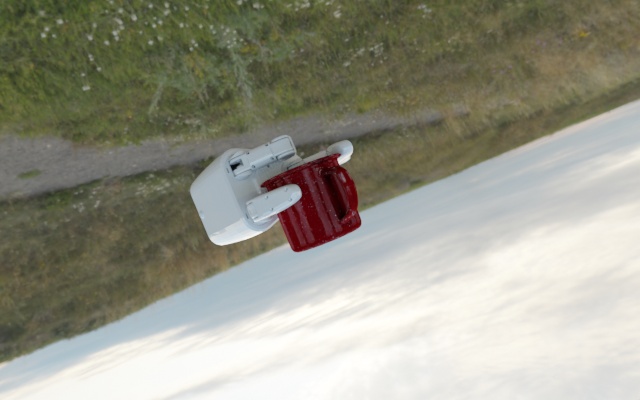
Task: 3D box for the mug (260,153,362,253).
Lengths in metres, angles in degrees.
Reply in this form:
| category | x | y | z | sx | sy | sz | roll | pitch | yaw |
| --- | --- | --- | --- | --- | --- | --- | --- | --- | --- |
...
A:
| category | x | y | z | sx | sy | sz | roll | pitch | yaw |
| --- | --- | --- | --- | --- | --- | --- | --- | --- | --- |
| mug | 0.001 | 0.001 | 0.501 | 0.093 | 0.081 | 0.117 | -21 | -1 | -37 |
